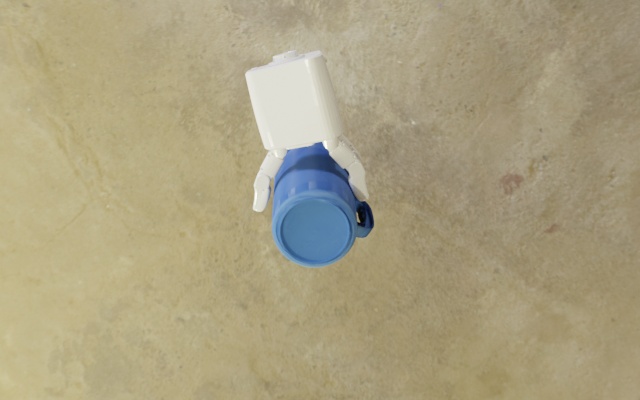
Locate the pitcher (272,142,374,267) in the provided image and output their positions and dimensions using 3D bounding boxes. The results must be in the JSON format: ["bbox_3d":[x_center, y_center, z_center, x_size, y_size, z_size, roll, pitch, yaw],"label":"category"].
[{"bbox_3d":[0.000,0.002,0.703,0.149,0.145,0.242,-12,20,3],"label":"pitcher"}]
